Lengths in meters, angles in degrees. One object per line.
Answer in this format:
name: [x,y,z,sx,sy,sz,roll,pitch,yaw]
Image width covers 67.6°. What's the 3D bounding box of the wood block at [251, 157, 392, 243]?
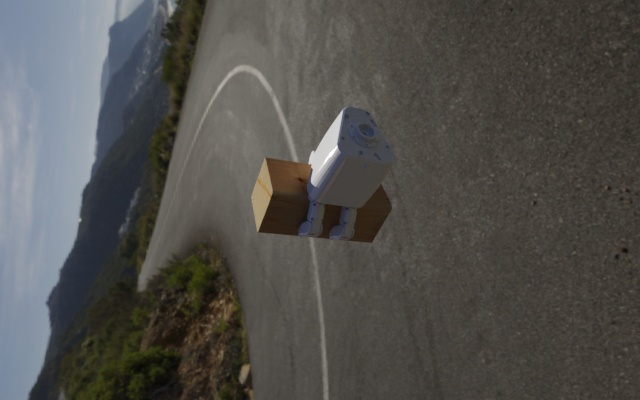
wood block: [0.000,0.002,0.797,0.206,0.090,0.090,8,39,-23]
